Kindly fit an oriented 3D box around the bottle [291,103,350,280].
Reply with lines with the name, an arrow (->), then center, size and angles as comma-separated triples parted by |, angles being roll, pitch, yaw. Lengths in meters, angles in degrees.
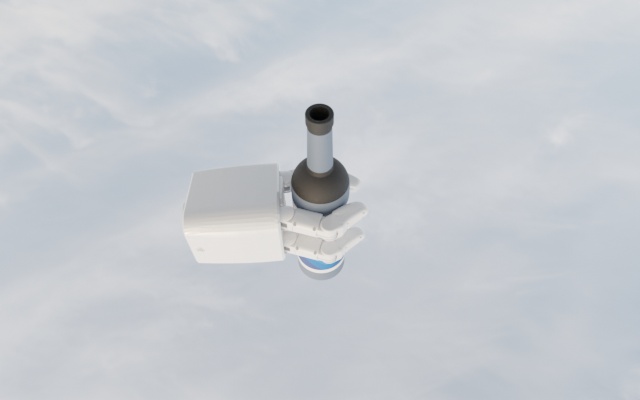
bottle -> 0.000, 0.002, 0.566 | 0.069, 0.069, 0.296 | 0, -34, 1
